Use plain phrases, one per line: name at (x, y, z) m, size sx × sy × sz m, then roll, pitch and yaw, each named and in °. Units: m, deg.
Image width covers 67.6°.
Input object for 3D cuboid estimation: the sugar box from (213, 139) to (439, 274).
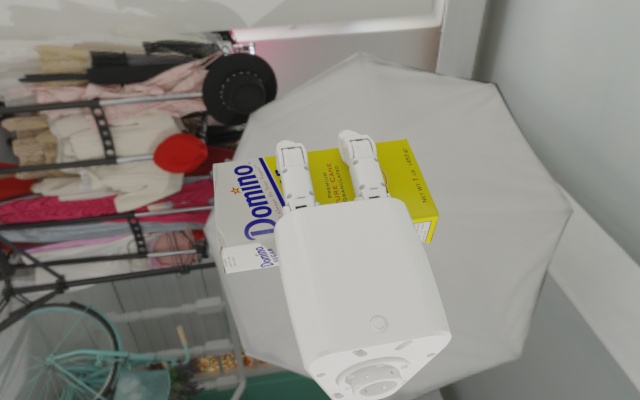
sugar box at (0.000, 0.001, 0.408) m, size 0.176 × 0.093 × 0.048 m, roll -7°, pitch -39°, yaw -9°
